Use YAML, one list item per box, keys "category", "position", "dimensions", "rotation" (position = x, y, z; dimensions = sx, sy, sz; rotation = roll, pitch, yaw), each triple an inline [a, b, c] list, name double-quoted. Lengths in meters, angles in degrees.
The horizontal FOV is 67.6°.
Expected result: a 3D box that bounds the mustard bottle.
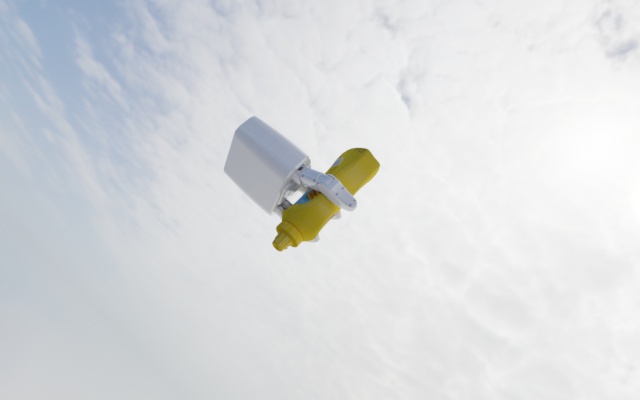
- category: "mustard bottle"
  position: [0.001, 0.002, 0.690]
  dimensions: [0.191, 0.058, 0.096]
  rotation: [-45, 13, -26]
